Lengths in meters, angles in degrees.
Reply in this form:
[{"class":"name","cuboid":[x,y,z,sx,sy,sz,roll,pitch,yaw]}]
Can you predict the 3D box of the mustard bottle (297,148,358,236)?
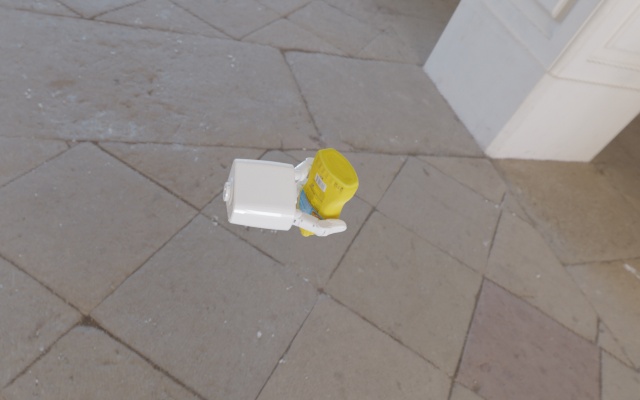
[{"class":"mustard bottle","cuboid":[0.001,0.003,0.879,0.058,0.096,0.192,-15,-33,-35]}]
